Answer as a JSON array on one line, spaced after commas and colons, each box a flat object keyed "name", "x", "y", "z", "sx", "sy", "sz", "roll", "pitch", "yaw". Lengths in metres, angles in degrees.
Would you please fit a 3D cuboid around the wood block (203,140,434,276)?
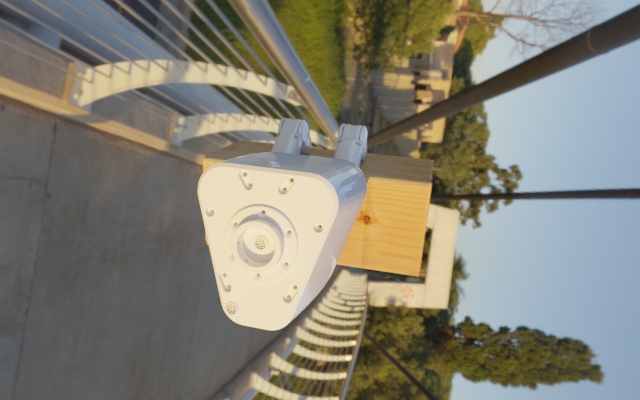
[{"name": "wood block", "x": 0.000, "y": 0.002, "z": 0.469, "sx": 0.206, "sy": 0.091, "sz": 0.090, "roll": 8, "pitch": 20, "yaw": 12}]
